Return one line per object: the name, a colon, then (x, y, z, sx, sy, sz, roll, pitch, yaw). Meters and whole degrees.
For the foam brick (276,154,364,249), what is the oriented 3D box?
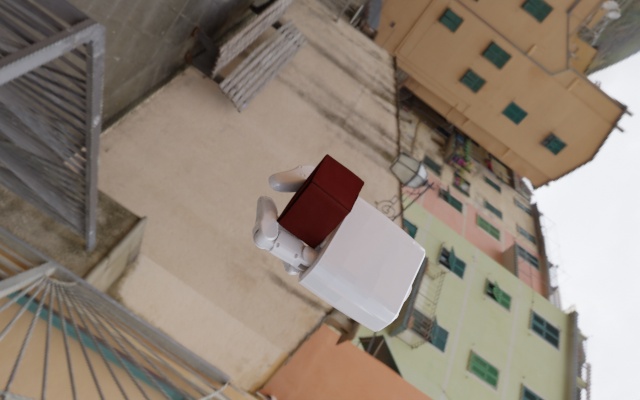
foam brick: (0.000, 0.001, 0.498, 0.078, 0.051, 0.053, -49, 7, 43)
